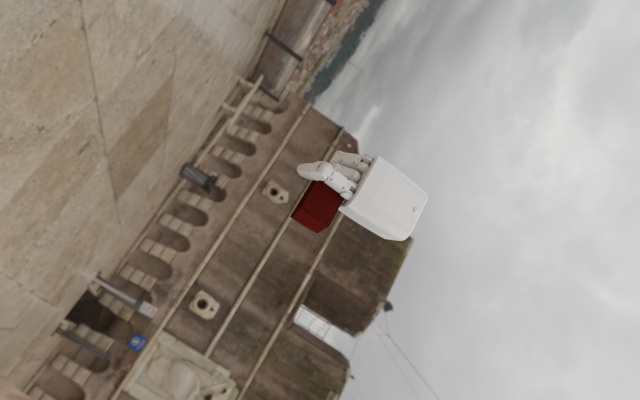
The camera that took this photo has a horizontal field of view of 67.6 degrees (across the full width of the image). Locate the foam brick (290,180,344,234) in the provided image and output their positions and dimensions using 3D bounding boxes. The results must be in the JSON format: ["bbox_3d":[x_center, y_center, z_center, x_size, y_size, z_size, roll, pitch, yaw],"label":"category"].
[{"bbox_3d":[0.000,0.003,0.731,0.051,0.078,0.053,35,-25,-9],"label":"foam brick"}]
